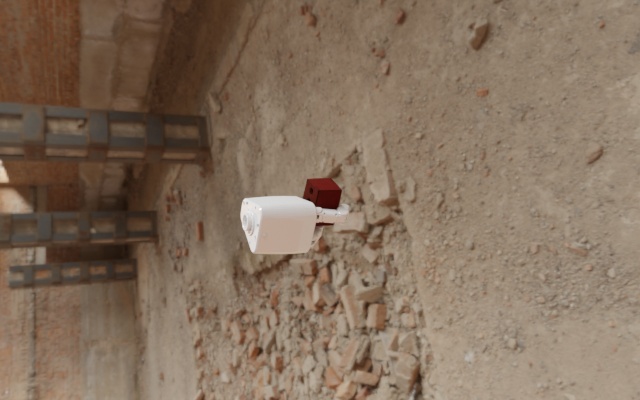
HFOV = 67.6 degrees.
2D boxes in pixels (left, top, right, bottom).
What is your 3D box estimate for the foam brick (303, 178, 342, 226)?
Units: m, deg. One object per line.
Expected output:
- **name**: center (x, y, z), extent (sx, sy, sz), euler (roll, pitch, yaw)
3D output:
- **foam brick**: center (0.000, 0.003, 0.897), extent (0.051, 0.078, 0.053), euler (0, 26, -27)
